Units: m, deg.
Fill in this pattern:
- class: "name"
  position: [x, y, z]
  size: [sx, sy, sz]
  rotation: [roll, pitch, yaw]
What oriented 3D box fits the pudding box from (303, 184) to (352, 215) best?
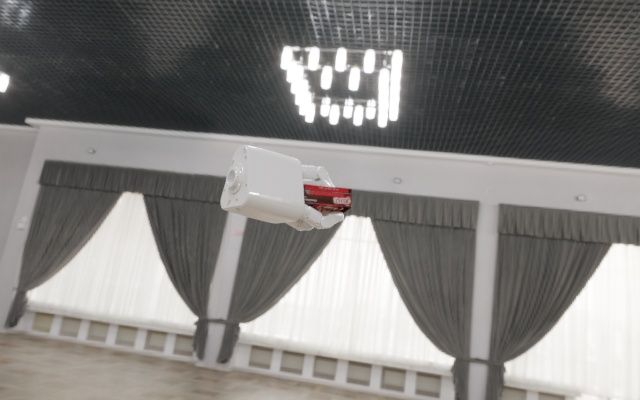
- class: "pudding box"
  position: [0.000, 0.003, 0.856]
  size: [0.090, 0.039, 0.113]
  rotation: [6, -11, -10]
